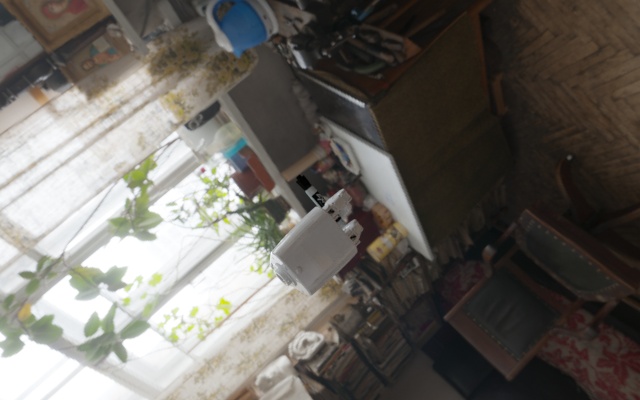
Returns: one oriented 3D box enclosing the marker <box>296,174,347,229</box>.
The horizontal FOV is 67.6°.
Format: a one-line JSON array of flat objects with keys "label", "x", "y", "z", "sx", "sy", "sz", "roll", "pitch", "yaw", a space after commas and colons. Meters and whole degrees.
[{"label": "marker", "x": 0.000, "y": 0.003, "z": 0.832, "sx": 0.020, "sy": 0.121, "sz": 0.020, "roll": -41, "pitch": 6, "yaw": 5}]
